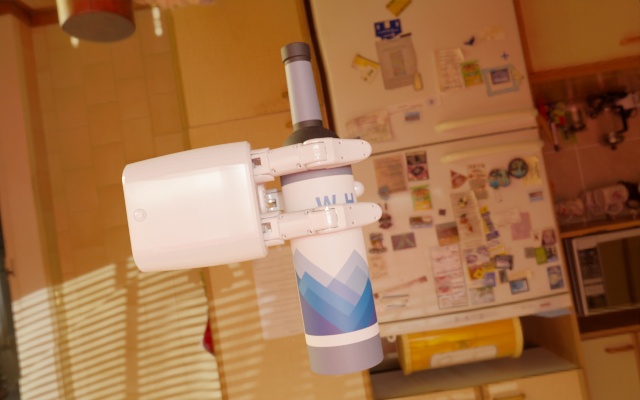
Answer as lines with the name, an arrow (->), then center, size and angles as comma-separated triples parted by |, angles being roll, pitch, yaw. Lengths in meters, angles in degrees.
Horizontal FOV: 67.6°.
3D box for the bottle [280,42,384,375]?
bottle -> 0.000, 0.002, 0.439 | 0.069, 0.295, 0.069 | -9, -4, -1
